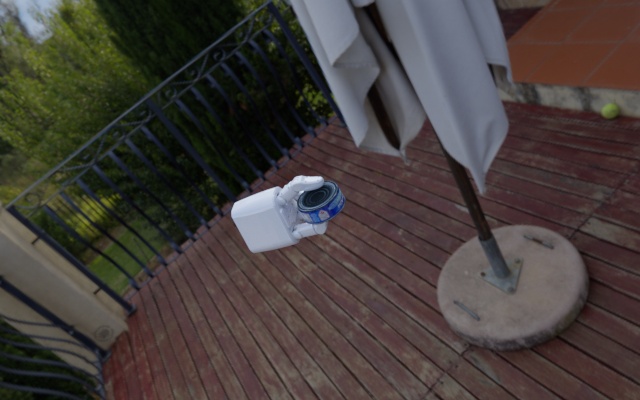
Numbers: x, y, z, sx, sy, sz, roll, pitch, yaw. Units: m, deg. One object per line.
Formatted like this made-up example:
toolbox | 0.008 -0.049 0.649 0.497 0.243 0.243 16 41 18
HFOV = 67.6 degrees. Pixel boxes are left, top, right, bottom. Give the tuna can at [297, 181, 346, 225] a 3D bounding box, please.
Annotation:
tuna can | 0.000 0.002 0.873 0.086 0.034 0.086 -21 33 14
